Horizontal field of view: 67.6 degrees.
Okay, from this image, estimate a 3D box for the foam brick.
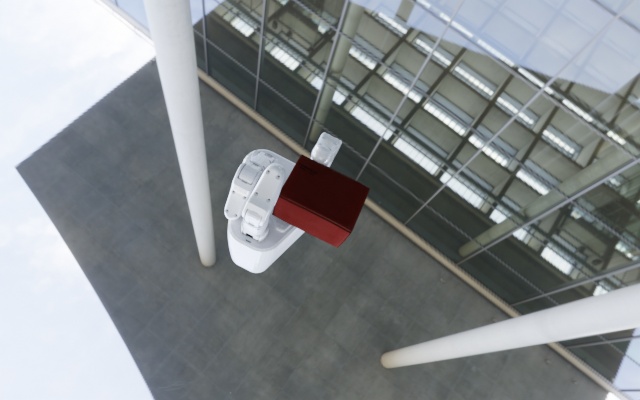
[{"bbox_3d":[0.000,0.002,0.472,0.078,0.053,0.051,27,-26,1],"label":"foam brick"}]
